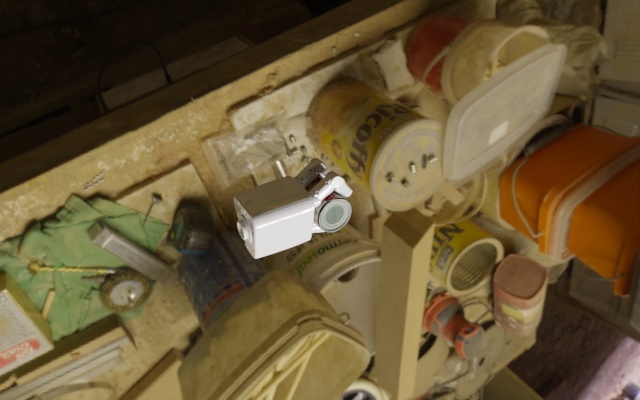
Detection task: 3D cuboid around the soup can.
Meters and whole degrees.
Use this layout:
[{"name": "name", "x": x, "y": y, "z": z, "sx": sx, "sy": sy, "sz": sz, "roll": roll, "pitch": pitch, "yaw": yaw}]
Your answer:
[{"name": "soup can", "x": 0.001, "y": 0.003, "z": 0.839, "sx": 0.068, "sy": 0.068, "sz": 0.102, "roll": 0, "pitch": 27, "yaw": -33}]
